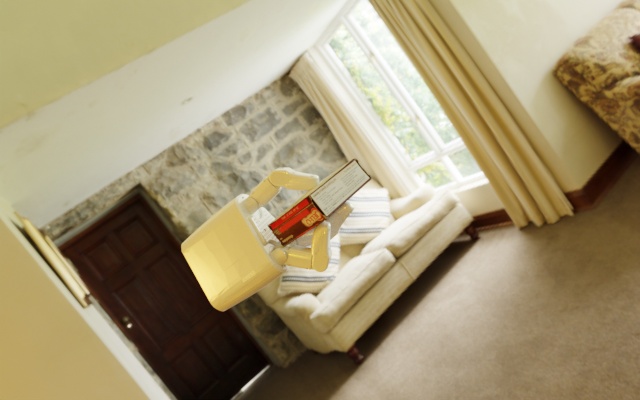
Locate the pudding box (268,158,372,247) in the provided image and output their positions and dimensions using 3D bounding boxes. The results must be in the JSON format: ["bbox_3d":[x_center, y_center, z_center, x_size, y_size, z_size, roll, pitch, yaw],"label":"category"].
[{"bbox_3d":[0.000,0.002,0.589,0.090,0.039,0.113,-34,6,44],"label":"pudding box"}]
